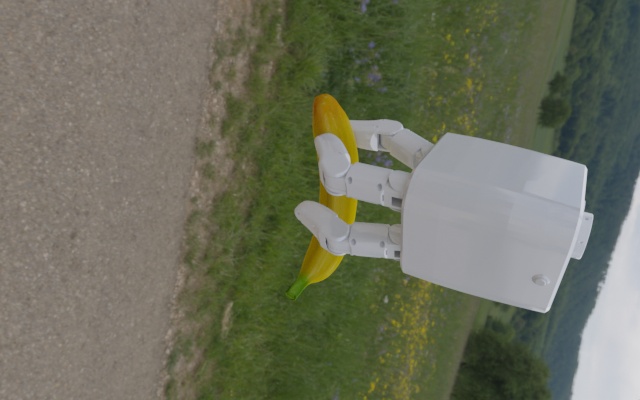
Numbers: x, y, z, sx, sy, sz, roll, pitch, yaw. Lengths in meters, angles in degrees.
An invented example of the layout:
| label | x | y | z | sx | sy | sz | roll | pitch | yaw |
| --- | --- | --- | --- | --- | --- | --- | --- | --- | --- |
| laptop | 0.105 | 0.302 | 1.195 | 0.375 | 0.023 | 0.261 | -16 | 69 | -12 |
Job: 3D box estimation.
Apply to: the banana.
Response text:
| label | x | y | z | sx | sy | sz | roll | pitch | yaw |
| --- | --- | --- | --- | --- | --- | --- | --- | --- | --- |
| banana | 0.009 | -0.001 | 0.439 | 0.037 | 0.198 | 0.069 | 19 | 25 | 25 |
